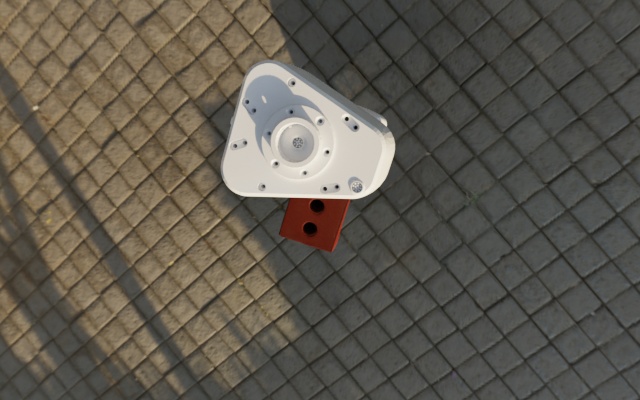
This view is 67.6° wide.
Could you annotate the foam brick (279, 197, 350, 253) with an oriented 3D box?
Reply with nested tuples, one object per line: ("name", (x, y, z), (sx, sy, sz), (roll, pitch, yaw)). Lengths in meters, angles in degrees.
("foam brick", (0.000, 0.002, 0.448), (0.053, 0.078, 0.051), (18, 11, 5))
